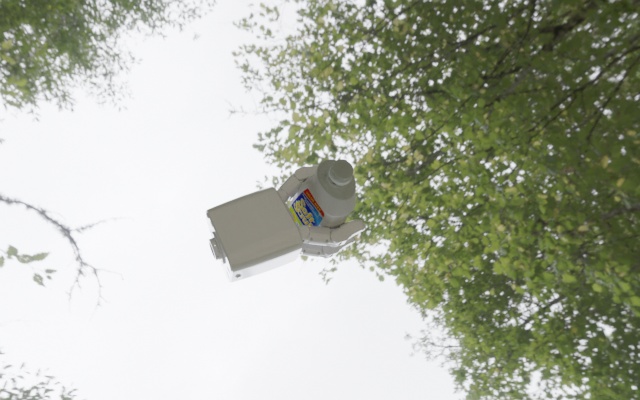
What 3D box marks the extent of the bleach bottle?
[{"bbox_3d":[0.000,0.002,0.721,0.068,0.102,0.251,-19,-18,-19],"label":"bleach bottle"}]
